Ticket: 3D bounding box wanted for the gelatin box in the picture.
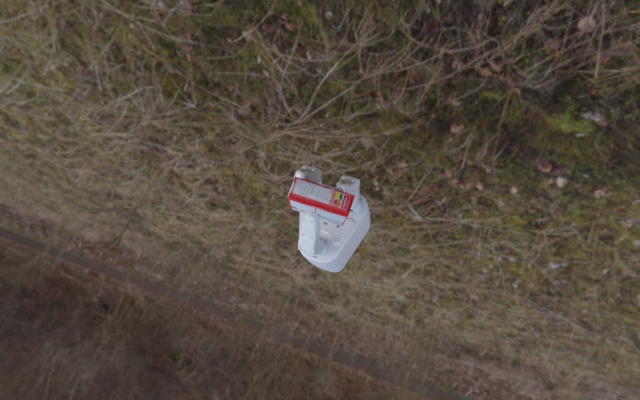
[{"bbox_3d":[0.000,0.002,0.585,0.073,0.030,0.089,18,-9,2],"label":"gelatin box"}]
